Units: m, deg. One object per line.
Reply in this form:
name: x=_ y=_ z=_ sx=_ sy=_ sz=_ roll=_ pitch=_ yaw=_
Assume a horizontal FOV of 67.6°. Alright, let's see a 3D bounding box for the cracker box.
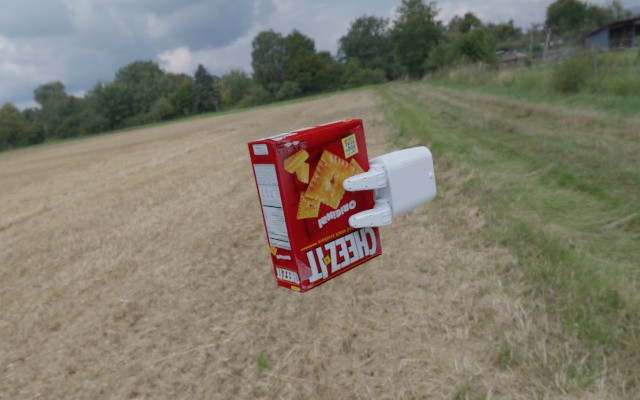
cracker box: x=0.000 y=0.002 z=0.690 sx=0.164 sy=0.214 sz=0.072 roll=-20 pitch=16 yaw=-36
